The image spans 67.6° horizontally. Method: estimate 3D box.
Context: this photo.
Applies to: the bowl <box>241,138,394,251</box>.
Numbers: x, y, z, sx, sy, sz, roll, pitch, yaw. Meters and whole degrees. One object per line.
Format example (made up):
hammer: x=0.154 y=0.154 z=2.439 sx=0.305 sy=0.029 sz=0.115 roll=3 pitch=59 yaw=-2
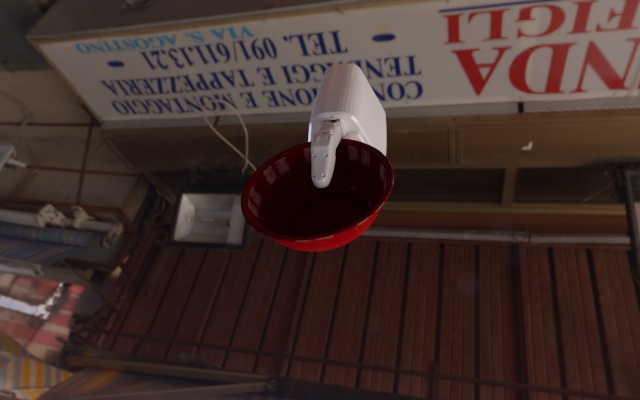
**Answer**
bowl: x=0.000 y=0.003 z=0.510 sx=0.162 sy=0.055 sz=0.162 roll=-9 pitch=40 yaw=8
